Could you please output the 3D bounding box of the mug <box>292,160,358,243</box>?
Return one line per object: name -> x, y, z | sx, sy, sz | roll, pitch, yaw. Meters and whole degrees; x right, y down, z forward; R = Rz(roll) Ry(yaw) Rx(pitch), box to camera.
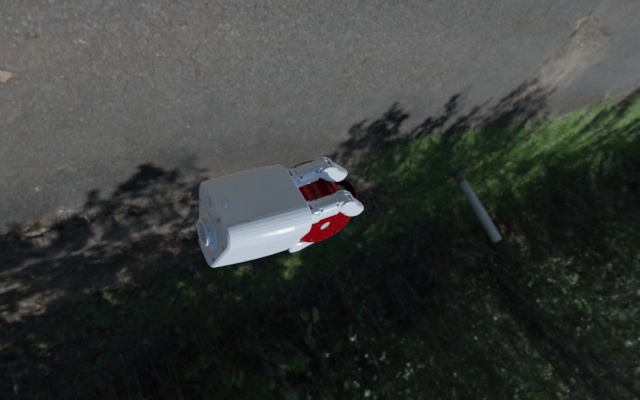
mug -> 0.001, 0.002, 0.670 | 0.117, 0.081, 0.093 | -14, -31, -29
